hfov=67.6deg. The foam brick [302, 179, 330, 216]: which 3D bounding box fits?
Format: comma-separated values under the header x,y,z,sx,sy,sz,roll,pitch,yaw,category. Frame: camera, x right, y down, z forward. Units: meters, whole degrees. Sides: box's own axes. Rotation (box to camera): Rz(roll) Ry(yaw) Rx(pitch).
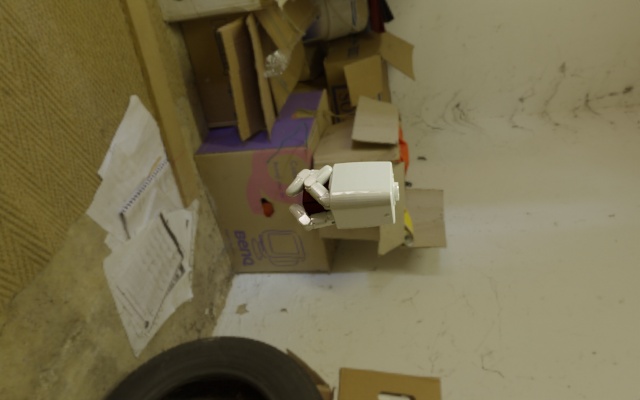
x,y,z,sx,sy,sz,roll,pitch,yaw,category
0.000,0.003,0.889,0.051,0.053,0.078,-4,-32,11,foam brick
